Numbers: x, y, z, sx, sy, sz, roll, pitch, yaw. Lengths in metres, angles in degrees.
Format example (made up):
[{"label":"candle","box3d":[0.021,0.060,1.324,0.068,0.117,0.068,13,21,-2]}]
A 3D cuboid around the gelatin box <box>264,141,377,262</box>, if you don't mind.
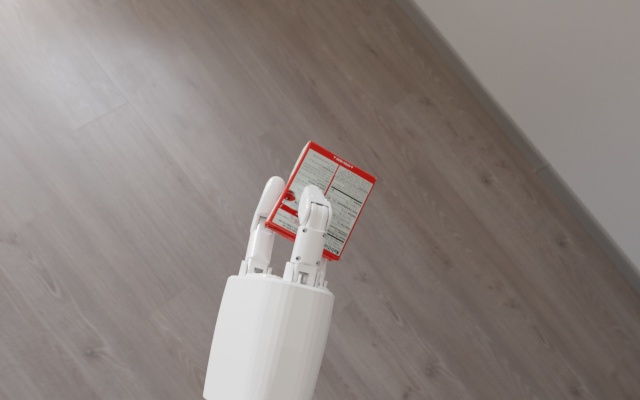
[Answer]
[{"label":"gelatin box","box3d":[0.000,0.001,0.443,0.073,0.089,0.030,28,-13,-9]}]
